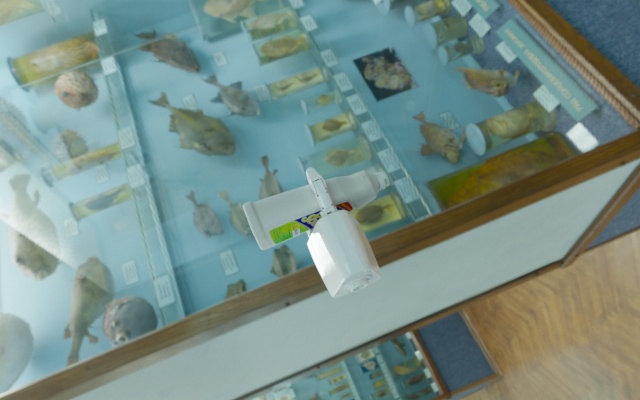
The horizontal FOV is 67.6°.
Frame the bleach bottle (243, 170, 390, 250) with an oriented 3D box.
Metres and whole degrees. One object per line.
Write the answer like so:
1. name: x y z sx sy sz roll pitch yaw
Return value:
1. bleach bottle: 0.000 0.003 0.824 0.251 0.068 0.103 -22 -26 -6
